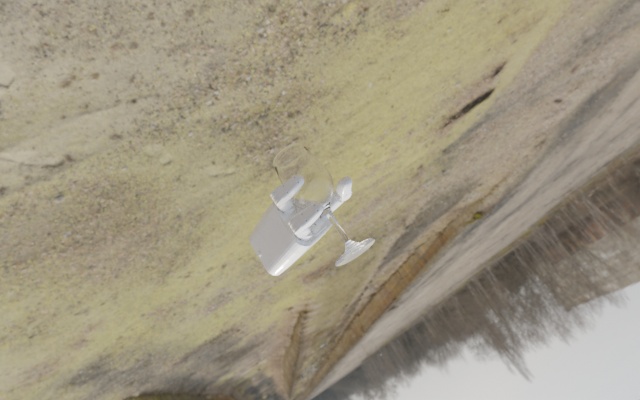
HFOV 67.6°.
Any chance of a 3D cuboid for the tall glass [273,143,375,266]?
[{"bbox_3d":[0.001,0.003,0.764,0.079,0.201,0.079,-30,-19,-12],"label":"tall glass"}]
